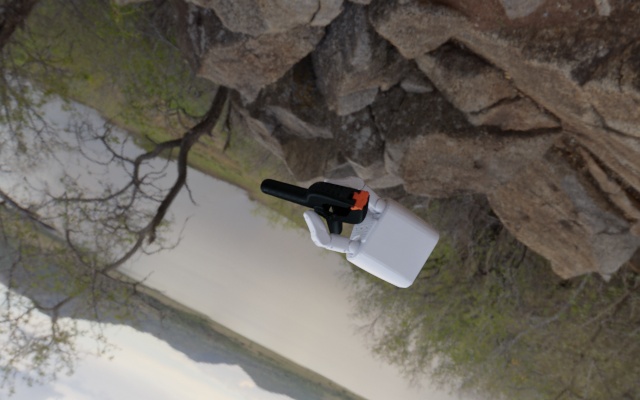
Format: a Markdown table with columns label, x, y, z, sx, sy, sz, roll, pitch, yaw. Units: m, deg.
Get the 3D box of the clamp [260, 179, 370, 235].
| label | x | y | z | sx | sy | sz | roll | pitch | yaw |
| --- | --- | --- | --- | --- | --- | --- | --- | --- | --- |
| clamp | 0.000 | 0.003 | 0.724 | 0.164 | 0.036 | 0.210 | 30 | -17 | -15 |
